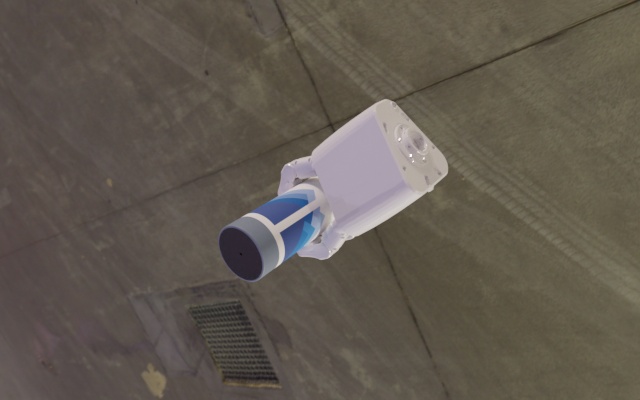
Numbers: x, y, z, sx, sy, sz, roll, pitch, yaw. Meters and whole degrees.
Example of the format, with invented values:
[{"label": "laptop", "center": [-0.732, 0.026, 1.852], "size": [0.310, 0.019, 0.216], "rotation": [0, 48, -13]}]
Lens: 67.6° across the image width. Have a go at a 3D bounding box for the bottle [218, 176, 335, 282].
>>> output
[{"label": "bottle", "center": [0.000, 0.002, 0.609], "size": [0.069, 0.069, 0.295], "rotation": [0, 22, 38]}]
